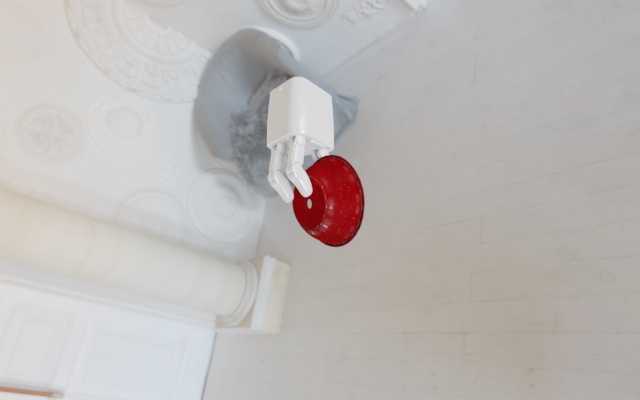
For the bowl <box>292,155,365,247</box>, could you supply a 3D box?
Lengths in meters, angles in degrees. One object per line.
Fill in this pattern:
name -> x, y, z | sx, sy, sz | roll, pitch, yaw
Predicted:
bowl -> 0.000, 0.004, 0.814 | 0.055, 0.162, 0.162 | -5, 3, -40
